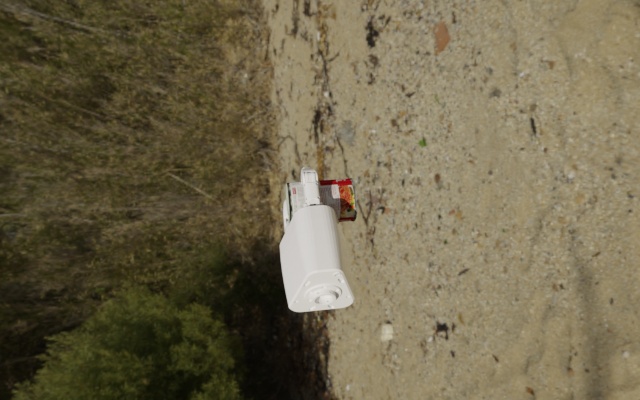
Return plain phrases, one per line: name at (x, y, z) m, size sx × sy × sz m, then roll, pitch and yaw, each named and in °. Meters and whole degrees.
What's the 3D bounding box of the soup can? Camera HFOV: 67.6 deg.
soup can at (0.000, 0.002, 0.736) m, size 0.102 × 0.068 × 0.068 m, roll -4°, pitch 0°, yaw -7°
